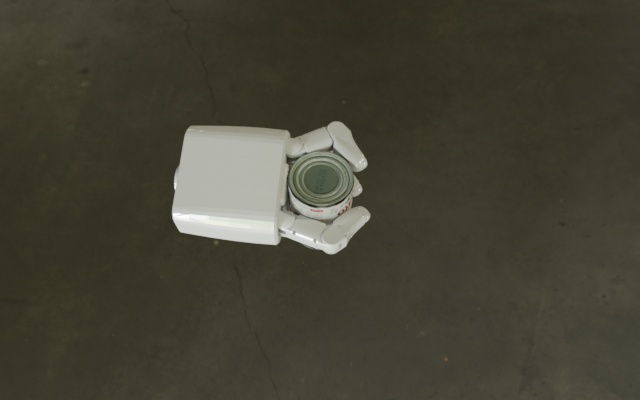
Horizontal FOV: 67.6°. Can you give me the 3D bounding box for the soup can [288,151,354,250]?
[{"bbox_3d":[0.001,0.002,0.514,0.068,0.068,0.102,0,-29,-1],"label":"soup can"}]
